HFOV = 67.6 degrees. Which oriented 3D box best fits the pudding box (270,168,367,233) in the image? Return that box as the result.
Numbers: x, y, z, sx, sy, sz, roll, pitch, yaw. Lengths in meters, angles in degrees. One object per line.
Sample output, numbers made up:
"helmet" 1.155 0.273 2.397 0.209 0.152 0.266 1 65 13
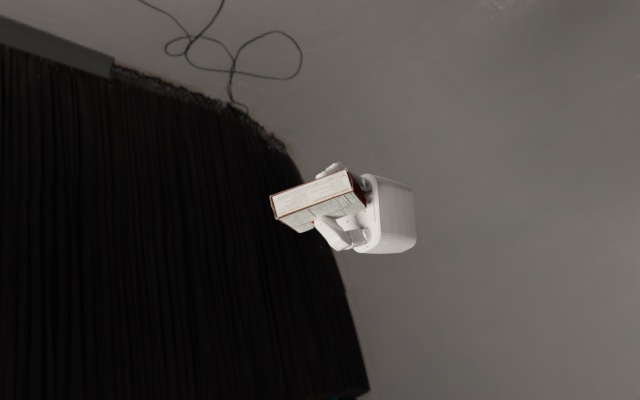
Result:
"pudding box" 0.000 0.002 0.655 0.113 0.039 0.090 -22 -22 10
